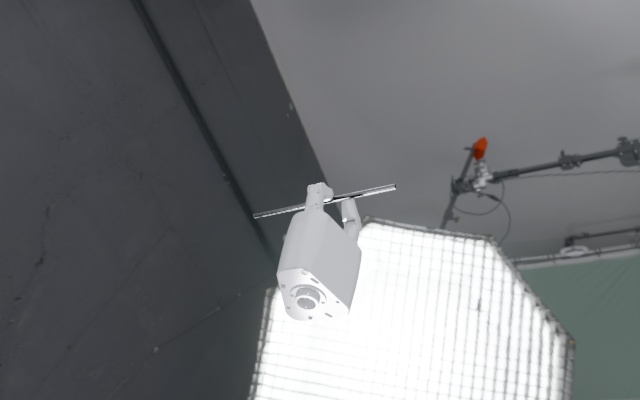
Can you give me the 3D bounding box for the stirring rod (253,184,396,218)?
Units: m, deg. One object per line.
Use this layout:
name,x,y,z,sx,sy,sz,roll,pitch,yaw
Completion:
stirring rod,0.000,0.002,0.741,0.239,0.011,0.011,-12,-5,22
